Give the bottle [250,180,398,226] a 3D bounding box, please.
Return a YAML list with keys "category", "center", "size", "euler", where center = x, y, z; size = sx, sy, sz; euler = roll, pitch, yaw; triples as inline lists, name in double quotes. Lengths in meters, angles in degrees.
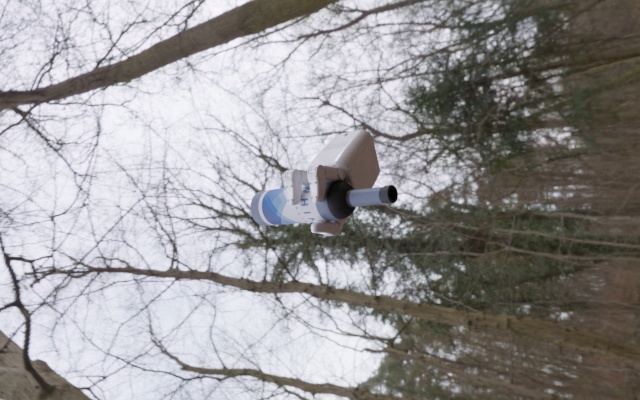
- category: "bottle"
  center: [0.000, 0.003, 0.809]
  size: [0.296, 0.069, 0.069]
  euler: [-7, -4, 42]
